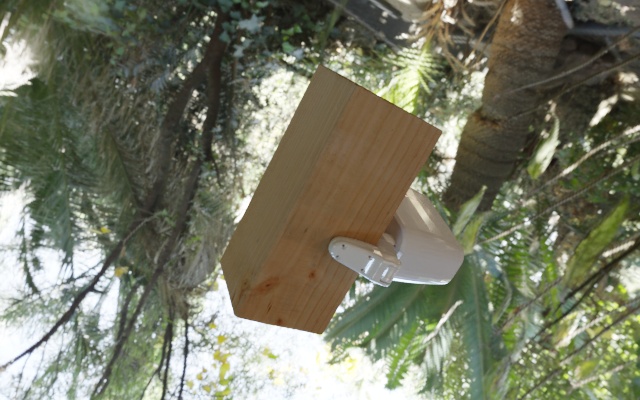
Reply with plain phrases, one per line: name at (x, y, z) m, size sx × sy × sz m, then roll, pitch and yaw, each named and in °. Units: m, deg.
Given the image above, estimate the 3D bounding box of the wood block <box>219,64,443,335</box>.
wood block at (0.000, 0.002, 0.416) m, size 0.090 × 0.206 × 0.090 m, roll 21°, pitch 16°, yaw -28°
